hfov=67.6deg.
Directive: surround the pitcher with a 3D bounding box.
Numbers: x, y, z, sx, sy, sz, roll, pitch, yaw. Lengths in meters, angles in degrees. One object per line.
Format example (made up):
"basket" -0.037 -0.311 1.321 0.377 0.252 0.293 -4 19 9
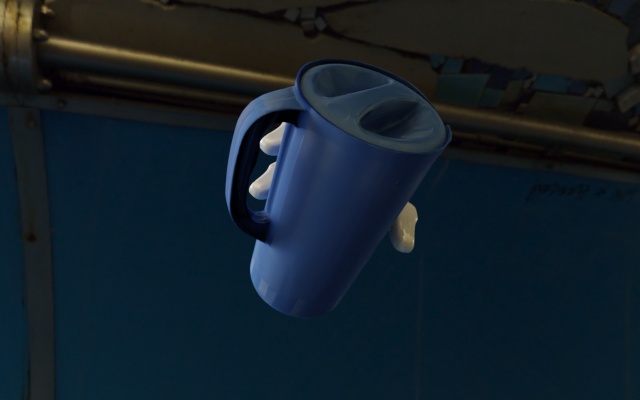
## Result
"pitcher" 0.000 0.001 0.450 0.149 0.243 0.145 30 39 8
